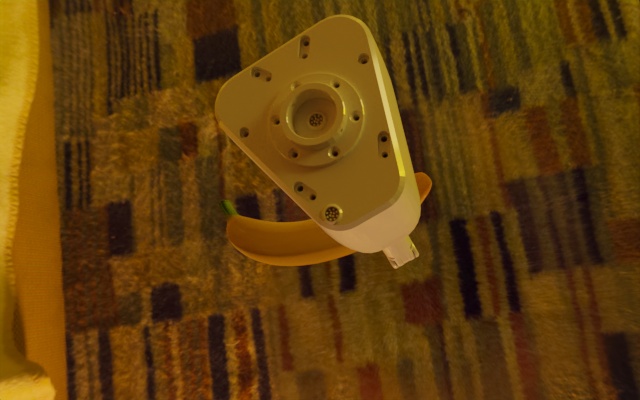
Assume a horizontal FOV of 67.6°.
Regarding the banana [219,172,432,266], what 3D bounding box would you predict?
[{"bbox_3d":[-0.002,0.020,0.411,0.198,0.069,0.037,-7,-13,15],"label":"banana"}]
